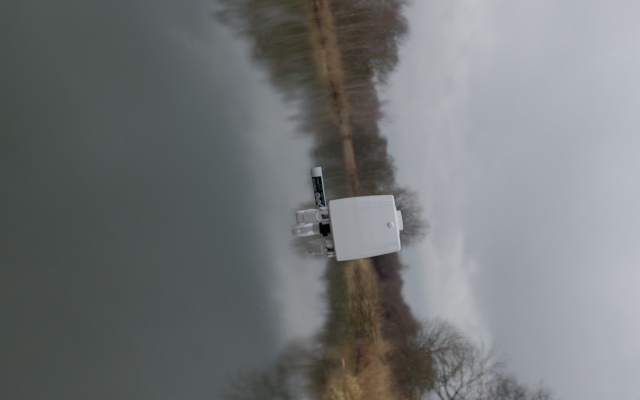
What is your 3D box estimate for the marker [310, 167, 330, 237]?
[{"bbox_3d":[0.000,0.003,0.832,0.020,0.121,0.020,-8,4,1],"label":"marker"}]
